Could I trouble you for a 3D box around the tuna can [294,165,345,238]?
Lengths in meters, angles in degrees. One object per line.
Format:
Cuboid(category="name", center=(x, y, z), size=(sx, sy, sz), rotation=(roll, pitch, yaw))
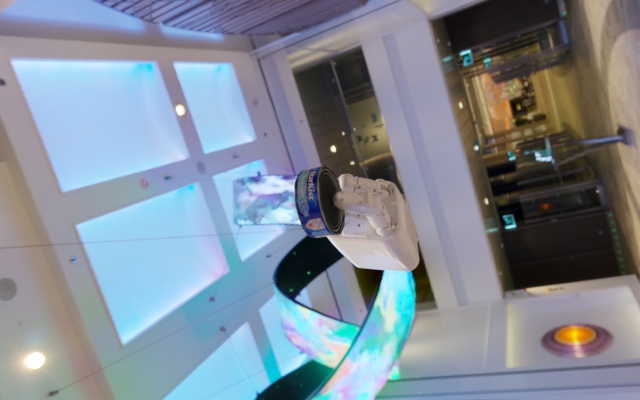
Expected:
Cuboid(category="tuna can", center=(0.000, 0.002, 0.581), size=(0.034, 0.086, 0.086), rotation=(-10, -4, 20))
